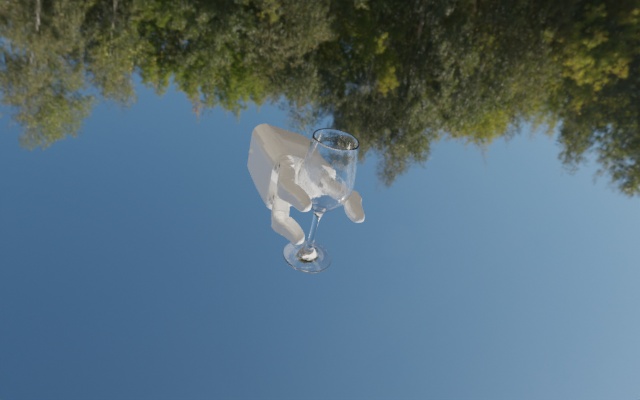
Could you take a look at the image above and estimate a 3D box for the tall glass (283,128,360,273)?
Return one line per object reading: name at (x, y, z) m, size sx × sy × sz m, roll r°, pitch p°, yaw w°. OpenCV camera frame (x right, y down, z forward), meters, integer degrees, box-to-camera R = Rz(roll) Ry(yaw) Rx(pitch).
tall glass at (0.000, 0.003, 0.668) m, size 0.079 × 0.201 × 0.079 m, roll 10°, pitch 33°, yaw -7°
